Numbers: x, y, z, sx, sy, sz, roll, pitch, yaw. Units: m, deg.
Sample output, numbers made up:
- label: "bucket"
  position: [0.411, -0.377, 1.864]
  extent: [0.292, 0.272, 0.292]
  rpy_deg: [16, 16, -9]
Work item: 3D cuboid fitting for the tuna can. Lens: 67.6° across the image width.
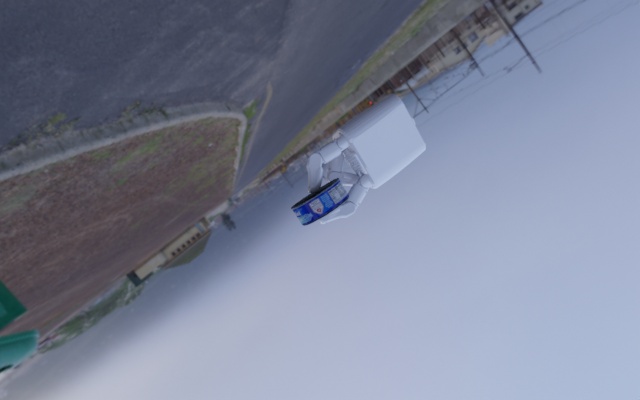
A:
- label: "tuna can"
  position: [0.000, 0.003, 0.722]
  extent: [0.086, 0.034, 0.086]
  rpy_deg: [-32, 6, 4]
